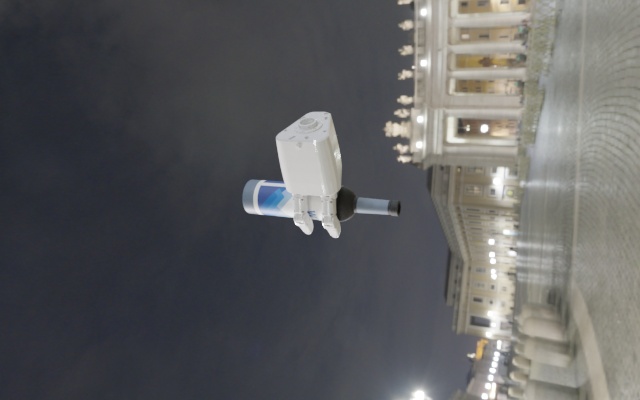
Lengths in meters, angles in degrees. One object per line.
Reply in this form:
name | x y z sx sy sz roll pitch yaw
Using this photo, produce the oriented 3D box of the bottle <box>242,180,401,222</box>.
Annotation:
bottle | 0.000 0.003 0.879 0.295 0.069 0.069 4 2 22
